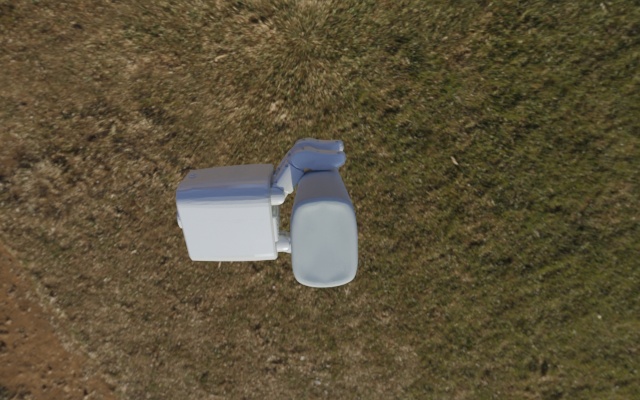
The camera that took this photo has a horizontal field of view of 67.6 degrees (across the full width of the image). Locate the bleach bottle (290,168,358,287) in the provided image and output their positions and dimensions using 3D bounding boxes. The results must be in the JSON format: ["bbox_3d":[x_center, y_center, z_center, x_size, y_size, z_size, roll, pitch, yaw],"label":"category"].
[{"bbox_3d":[0.000,0.002,0.587,0.068,0.102,0.250,-2,19,-1],"label":"bleach bottle"}]
